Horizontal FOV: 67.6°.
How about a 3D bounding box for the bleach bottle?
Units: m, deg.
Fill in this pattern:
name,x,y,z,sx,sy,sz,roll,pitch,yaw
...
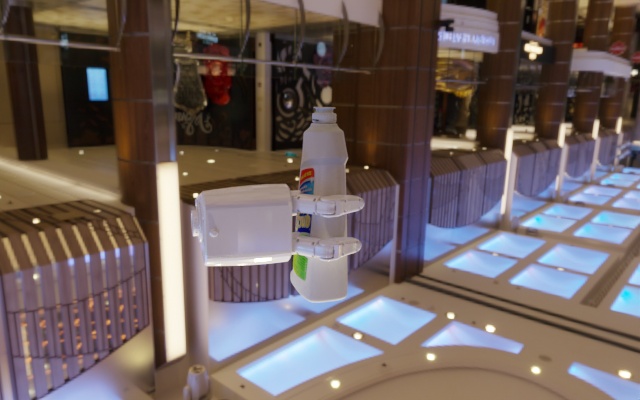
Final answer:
name,x,y,z,sx,sy,sz,roll,pitch,yaw
bleach bottle,0.000,0.002,0.641,0.068,0.251,0.102,-3,13,-18
